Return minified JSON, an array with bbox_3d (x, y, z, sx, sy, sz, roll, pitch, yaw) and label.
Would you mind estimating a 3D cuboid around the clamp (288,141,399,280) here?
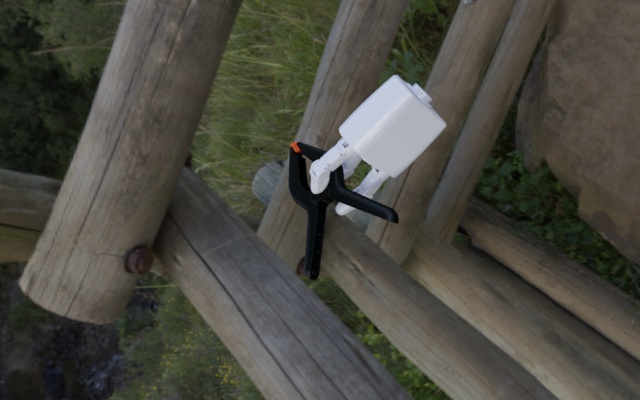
[{"bbox_3d":[0.000,0.002,0.717,0.164,0.210,0.036,-43,-28,17],"label":"clamp"}]
